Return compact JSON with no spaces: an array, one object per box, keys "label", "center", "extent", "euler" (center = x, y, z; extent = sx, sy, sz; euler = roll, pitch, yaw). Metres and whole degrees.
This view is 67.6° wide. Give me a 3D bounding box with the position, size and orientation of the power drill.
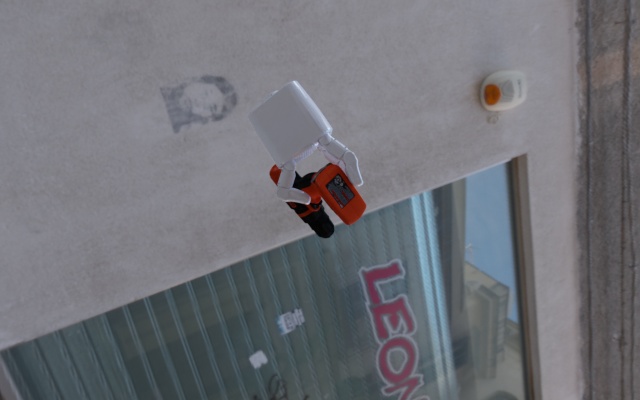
[{"label":"power drill","center":[0.000,0.003,0.873],"extent":[0.057,0.184,0.187],"euler":[-47,21,-22]}]
